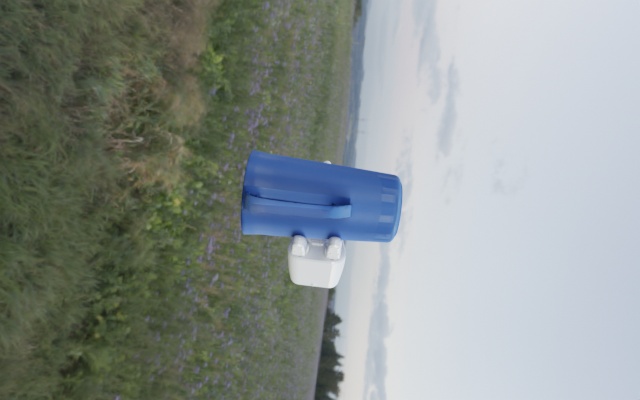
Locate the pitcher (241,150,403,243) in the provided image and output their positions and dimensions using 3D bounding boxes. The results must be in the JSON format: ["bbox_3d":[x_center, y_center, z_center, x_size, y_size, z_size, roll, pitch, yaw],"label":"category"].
[{"bbox_3d":[0.000,0.002,0.743,0.243,0.149,0.145,6,-37,1],"label":"pitcher"}]
